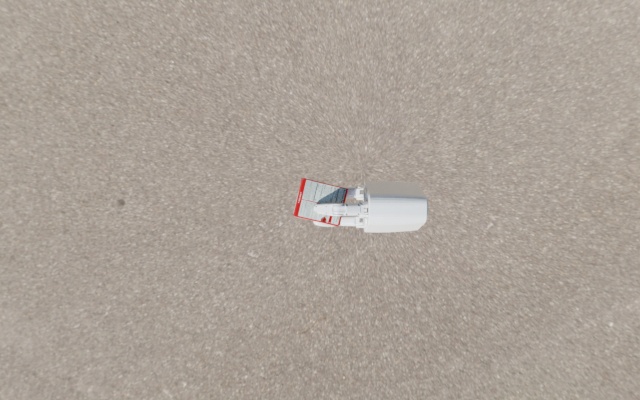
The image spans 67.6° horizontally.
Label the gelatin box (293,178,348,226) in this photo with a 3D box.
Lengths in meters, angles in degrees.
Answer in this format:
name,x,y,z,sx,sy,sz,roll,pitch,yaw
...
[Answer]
name,x,y,z,sx,sy,sz,roll,pitch,yaw
gelatin box,0.000,0.003,0.886,0.089,0.073,0.030,13,3,-5
